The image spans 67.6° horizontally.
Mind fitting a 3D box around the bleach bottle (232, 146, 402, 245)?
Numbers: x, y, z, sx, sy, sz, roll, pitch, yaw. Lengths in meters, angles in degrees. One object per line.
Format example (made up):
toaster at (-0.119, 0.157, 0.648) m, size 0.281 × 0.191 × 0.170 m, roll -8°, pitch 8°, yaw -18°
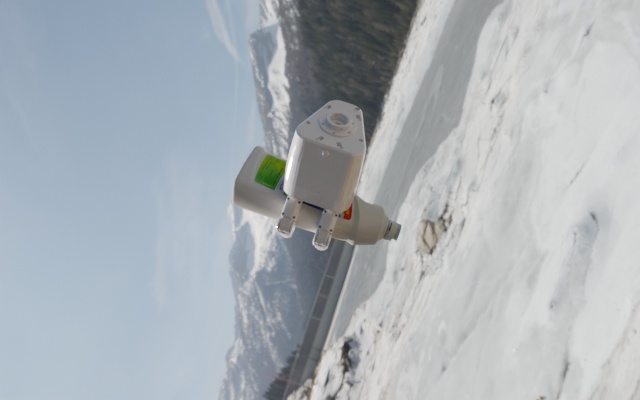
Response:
bleach bottle at (0.000, 0.002, 0.723) m, size 0.251 × 0.102 × 0.068 m, roll 19°, pitch -43°, yaw 4°
